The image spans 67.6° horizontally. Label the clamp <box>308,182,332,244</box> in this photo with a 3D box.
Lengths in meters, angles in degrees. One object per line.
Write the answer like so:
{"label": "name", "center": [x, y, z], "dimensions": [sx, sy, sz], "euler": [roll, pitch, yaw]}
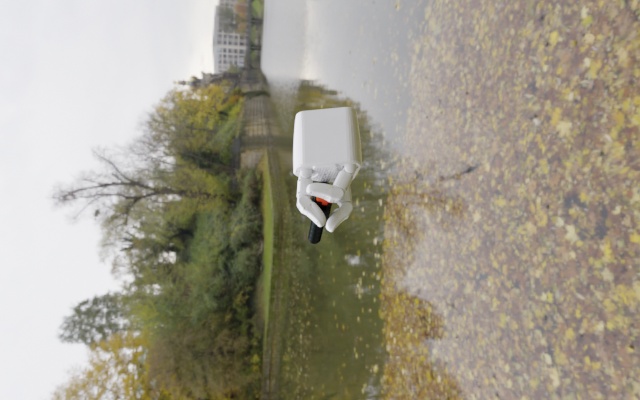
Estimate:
{"label": "clamp", "center": [0.000, 0.003, 0.869], "dimensions": [0.039, 0.120, 0.171], "euler": [1, -19, -9]}
